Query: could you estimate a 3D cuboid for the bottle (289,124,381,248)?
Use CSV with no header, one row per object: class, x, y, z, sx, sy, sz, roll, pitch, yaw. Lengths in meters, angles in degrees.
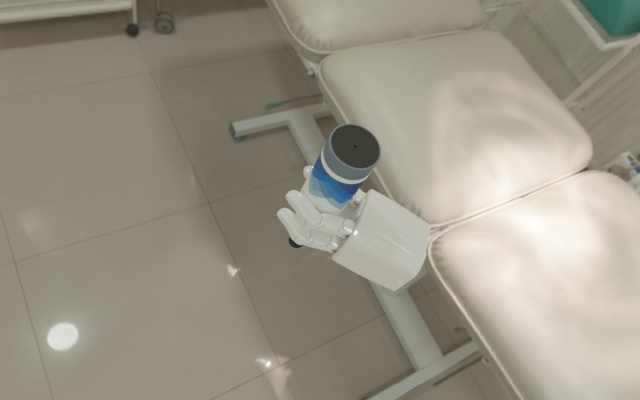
bottle,0.000,0.002,0.692,0.069,0.069,0.296,0,-27,-19
